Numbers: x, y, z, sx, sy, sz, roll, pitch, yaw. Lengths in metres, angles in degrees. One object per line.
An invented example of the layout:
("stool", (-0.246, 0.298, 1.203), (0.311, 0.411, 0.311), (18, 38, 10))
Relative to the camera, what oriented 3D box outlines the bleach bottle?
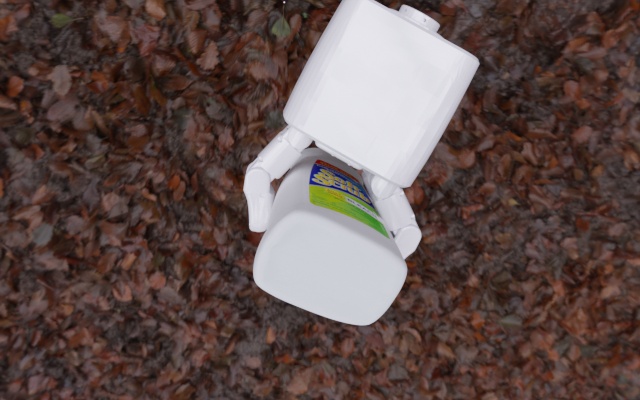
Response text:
("bleach bottle", (0.000, 0.001, 0.422), (0.102, 0.068, 0.250), (26, 18, -14))
